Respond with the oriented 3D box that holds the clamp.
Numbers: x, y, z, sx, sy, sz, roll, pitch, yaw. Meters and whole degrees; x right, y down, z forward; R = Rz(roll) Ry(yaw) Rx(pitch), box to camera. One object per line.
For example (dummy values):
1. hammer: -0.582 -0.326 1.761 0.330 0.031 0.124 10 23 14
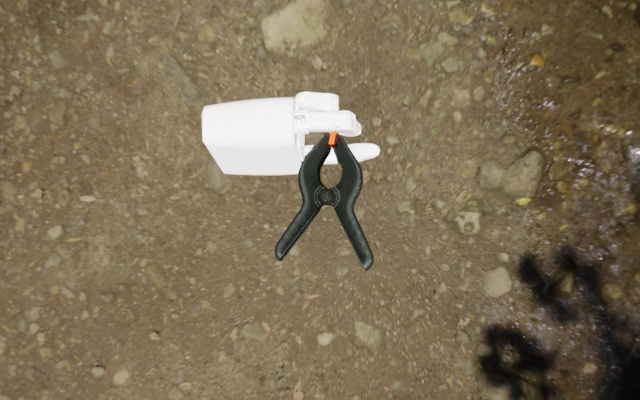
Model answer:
1. clamp: 0.000 0.002 0.582 0.120 0.171 0.039 -3 -4 3
